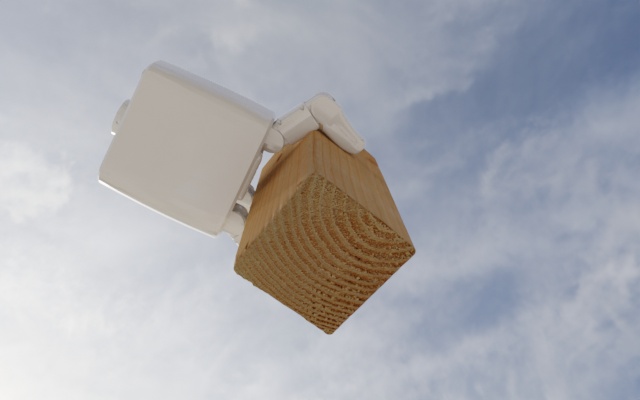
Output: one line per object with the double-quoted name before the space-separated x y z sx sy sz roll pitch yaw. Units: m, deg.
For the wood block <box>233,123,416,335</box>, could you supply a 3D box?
"wood block" 0.000 0.001 0.407 0.090 0.091 0.206 37 17 -15
